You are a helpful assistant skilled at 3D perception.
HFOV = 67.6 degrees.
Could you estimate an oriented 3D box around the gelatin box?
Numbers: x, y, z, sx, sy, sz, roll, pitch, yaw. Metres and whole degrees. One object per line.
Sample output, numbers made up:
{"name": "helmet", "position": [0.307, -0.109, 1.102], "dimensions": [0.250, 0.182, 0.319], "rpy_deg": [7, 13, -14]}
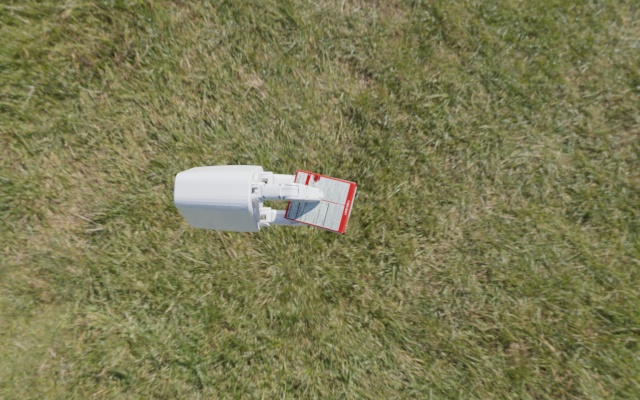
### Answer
{"name": "gelatin box", "position": [0.000, 0.002, 0.680], "dimensions": [0.089, 0.073, 0.030], "rpy_deg": [14, -6, 9]}
